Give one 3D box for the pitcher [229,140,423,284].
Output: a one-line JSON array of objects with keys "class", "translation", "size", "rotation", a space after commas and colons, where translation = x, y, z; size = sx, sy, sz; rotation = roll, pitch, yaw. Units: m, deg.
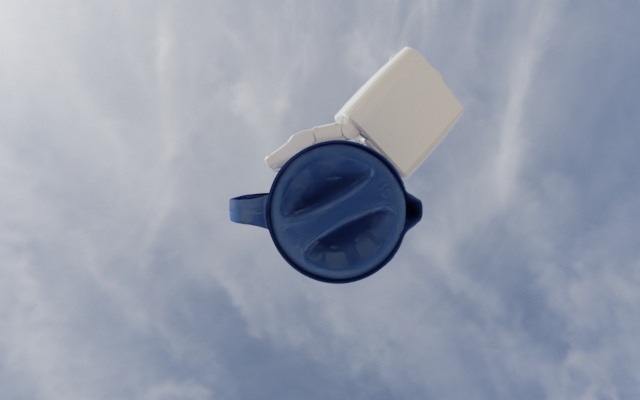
[{"class": "pitcher", "translation": [0.000, 0.002, 0.551], "size": [0.149, 0.145, 0.243], "rotation": [43, 1, -5]}]
